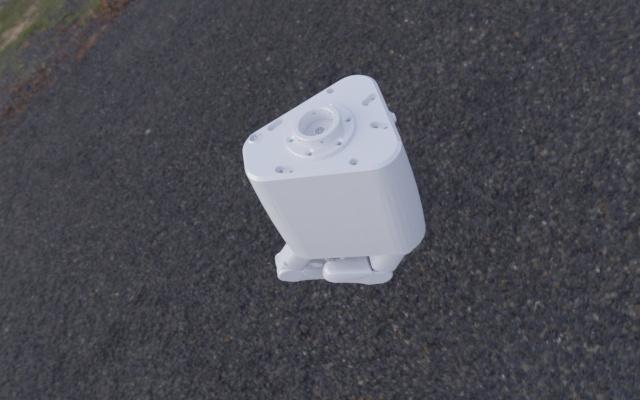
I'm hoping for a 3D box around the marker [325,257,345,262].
[{"bbox_3d":[0.000,0.001,0.436,0.020,0.121,0.020,-10,-38,-8],"label":"marker"}]
